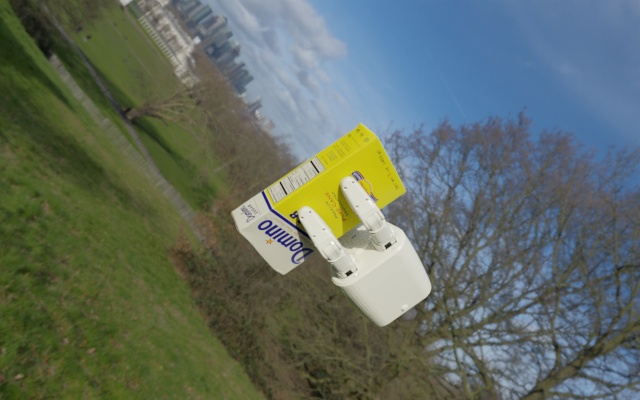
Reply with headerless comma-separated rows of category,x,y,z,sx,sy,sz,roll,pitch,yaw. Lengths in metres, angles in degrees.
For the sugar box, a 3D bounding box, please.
sugar box,0.000,0.002,0.534,0.176,0.093,0.048,-36,39,0
